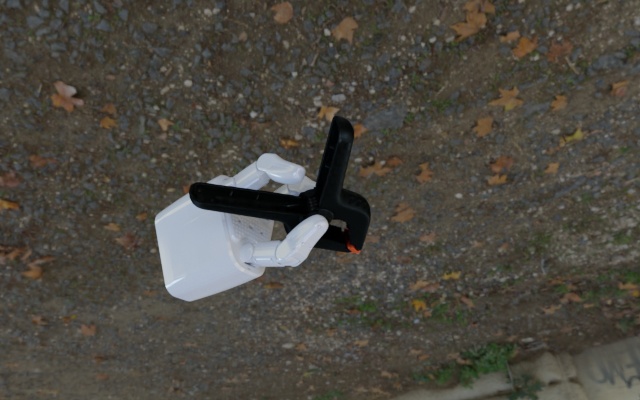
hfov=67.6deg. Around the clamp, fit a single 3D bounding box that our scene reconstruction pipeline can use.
[{"bbox_3d":[0.000,0.003,0.482,0.164,0.036,0.210,-26,-37,24],"label":"clamp"}]
